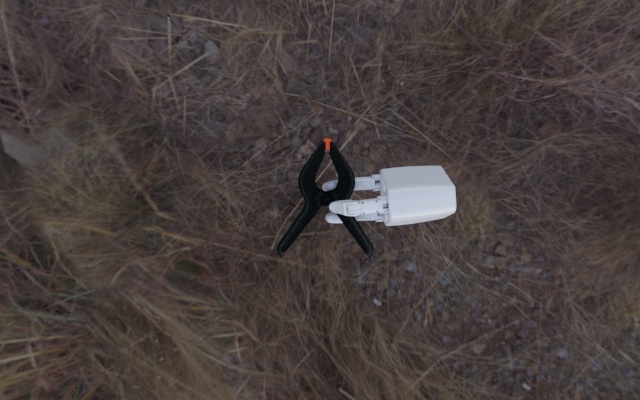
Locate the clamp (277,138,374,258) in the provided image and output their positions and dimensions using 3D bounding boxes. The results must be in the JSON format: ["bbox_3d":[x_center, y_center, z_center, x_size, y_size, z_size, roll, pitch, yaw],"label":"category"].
[{"bbox_3d":[0.000,0.002,0.804,0.164,0.210,0.036,-6,10,-1],"label":"clamp"}]
